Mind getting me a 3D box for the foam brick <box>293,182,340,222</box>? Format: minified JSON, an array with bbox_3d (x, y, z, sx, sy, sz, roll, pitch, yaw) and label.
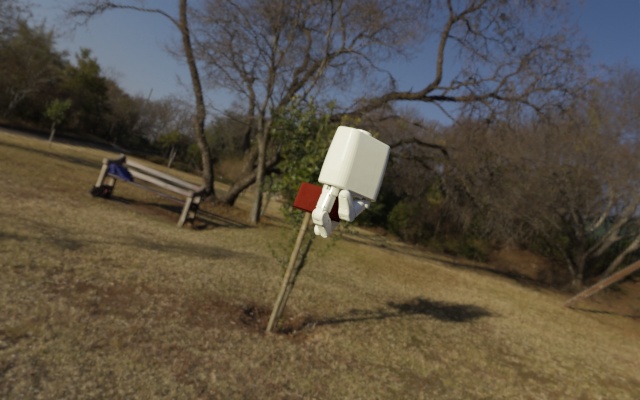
[{"bbox_3d":[0.000,0.003,0.879,0.078,0.051,0.053,16,-3,35],"label":"foam brick"}]
